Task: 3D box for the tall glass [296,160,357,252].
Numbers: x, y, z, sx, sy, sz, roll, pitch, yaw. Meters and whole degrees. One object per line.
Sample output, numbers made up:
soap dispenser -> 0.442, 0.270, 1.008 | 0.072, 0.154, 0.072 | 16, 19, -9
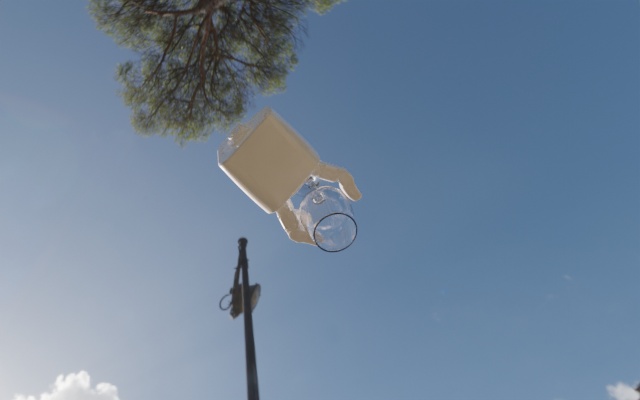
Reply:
tall glass -> 0.000, 0.002, 0.736 | 0.079, 0.079, 0.201 | 0, 25, -13
